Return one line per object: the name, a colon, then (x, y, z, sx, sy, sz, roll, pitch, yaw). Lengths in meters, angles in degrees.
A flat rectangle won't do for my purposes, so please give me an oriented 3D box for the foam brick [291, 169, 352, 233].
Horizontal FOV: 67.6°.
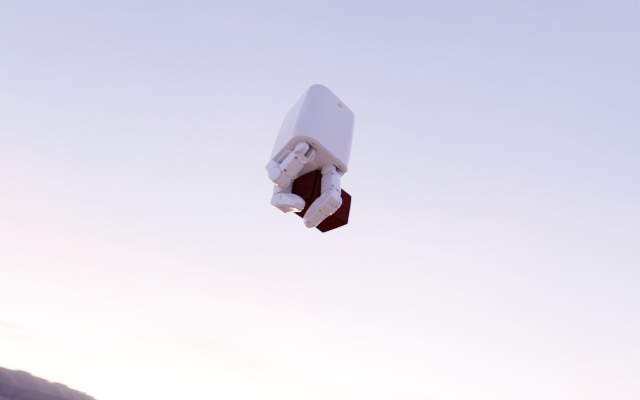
foam brick: (0.000, 0.002, 0.687, 0.053, 0.051, 0.078, -21, -45, 38)
